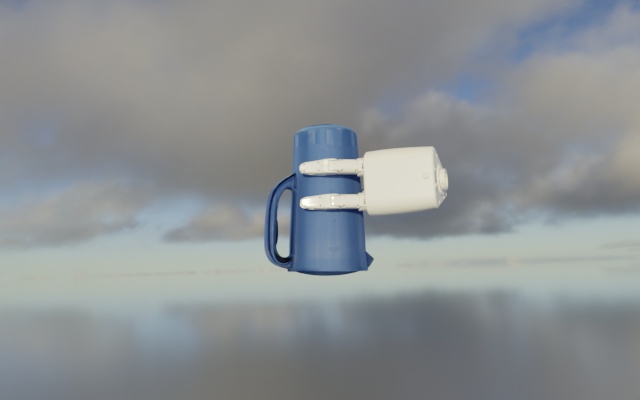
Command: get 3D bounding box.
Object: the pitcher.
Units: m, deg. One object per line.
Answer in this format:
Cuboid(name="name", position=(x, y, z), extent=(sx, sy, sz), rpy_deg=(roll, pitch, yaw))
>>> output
Cuboid(name="pitcher", position=(0.000, 0.003, 0.793), extent=(0.145, 0.243, 0.149), rpy_deg=(-5, -8, 24))
